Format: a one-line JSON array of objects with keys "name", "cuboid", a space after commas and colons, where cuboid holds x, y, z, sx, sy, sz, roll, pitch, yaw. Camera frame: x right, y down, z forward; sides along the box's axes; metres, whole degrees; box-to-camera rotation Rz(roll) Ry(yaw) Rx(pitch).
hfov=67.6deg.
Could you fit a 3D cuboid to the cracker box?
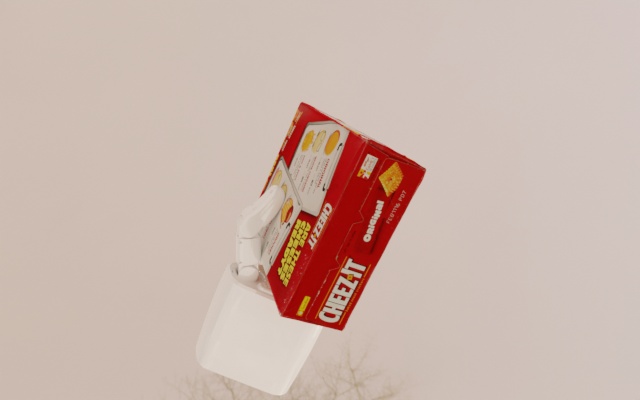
[{"name": "cracker box", "cuboid": [0.000, 0.001, 0.486, 0.072, 0.164, 0.213, 21, 12, -23]}]
